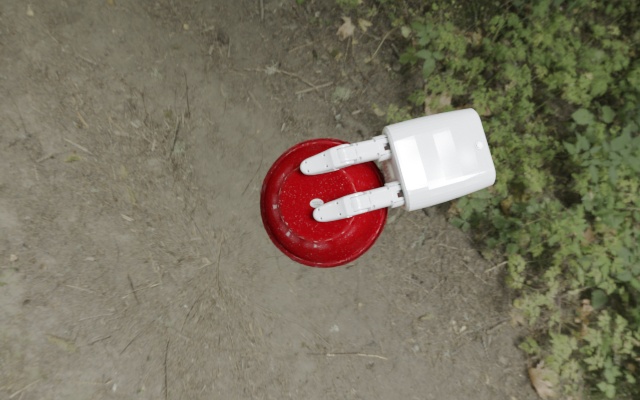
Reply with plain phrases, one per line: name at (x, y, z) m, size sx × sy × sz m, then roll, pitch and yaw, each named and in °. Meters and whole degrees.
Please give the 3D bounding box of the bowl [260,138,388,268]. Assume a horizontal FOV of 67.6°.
bowl at (-0.001, 0.003, 0.567) m, size 0.162 × 0.162 × 0.055 m, roll 0°, pitch -2°, yaw 7°
